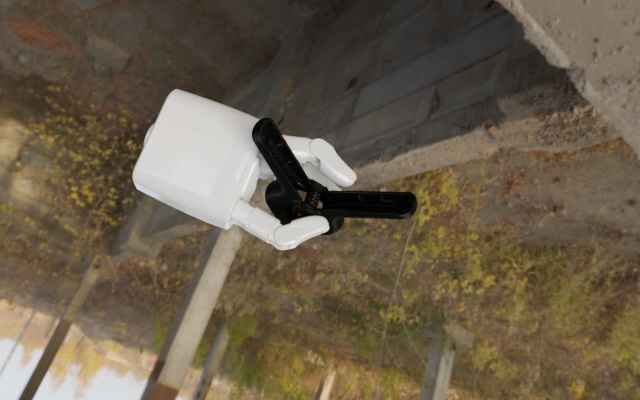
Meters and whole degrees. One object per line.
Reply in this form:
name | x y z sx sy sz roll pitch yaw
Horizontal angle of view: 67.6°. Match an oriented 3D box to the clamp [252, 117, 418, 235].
clamp | -0.001 0.002 0.508 0.164 0.036 0.210 25 -23 0
